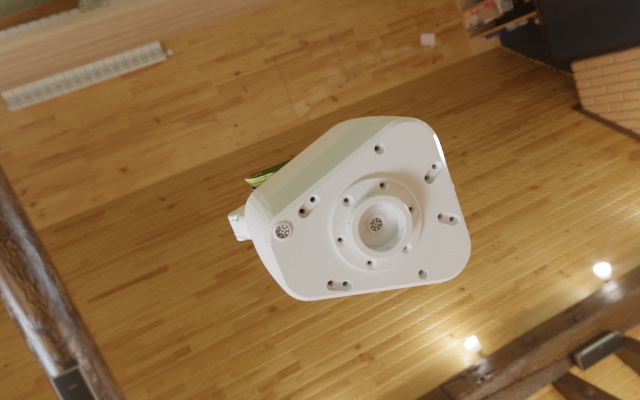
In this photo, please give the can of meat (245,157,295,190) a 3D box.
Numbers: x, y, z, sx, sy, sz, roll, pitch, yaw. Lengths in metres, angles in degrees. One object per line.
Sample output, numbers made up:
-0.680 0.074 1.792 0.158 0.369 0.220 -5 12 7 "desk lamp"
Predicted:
0.000 0.002 0.406 0.102 0.084 0.057 -23 10 -13 "can of meat"
